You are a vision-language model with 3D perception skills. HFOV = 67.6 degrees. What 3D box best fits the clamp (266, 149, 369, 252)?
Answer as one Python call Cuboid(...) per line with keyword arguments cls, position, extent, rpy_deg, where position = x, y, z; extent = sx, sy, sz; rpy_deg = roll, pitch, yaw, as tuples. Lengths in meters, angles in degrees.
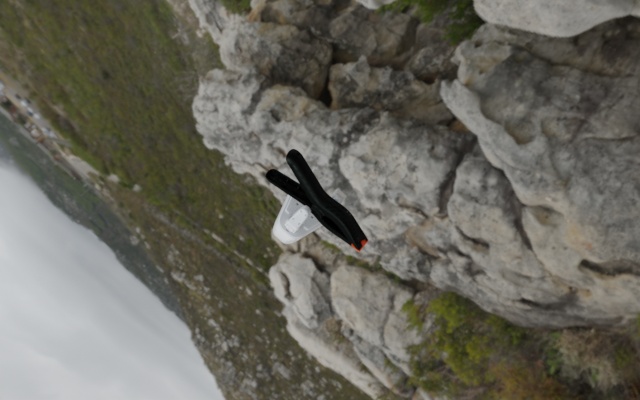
Cuboid(cls="clamp", position=(0.000, 0.004, 0.783), extent=(0.210, 0.036, 0.164), rpy_deg=(42, -17, -1))
